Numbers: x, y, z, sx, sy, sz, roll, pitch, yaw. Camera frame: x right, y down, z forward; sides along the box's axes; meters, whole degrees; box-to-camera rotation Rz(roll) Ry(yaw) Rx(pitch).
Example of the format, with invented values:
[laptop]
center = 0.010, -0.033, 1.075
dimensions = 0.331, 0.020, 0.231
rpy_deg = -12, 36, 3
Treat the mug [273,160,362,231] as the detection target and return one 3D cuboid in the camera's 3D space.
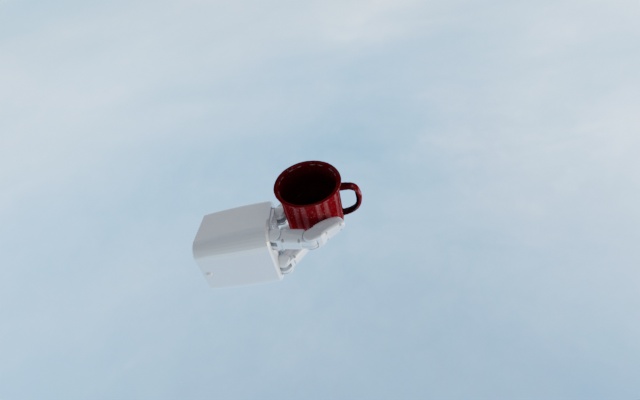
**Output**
[mug]
center = 0.002, 0.002, 0.669
dimensions = 0.117, 0.093, 0.082
rpy_deg = -10, -46, 4
